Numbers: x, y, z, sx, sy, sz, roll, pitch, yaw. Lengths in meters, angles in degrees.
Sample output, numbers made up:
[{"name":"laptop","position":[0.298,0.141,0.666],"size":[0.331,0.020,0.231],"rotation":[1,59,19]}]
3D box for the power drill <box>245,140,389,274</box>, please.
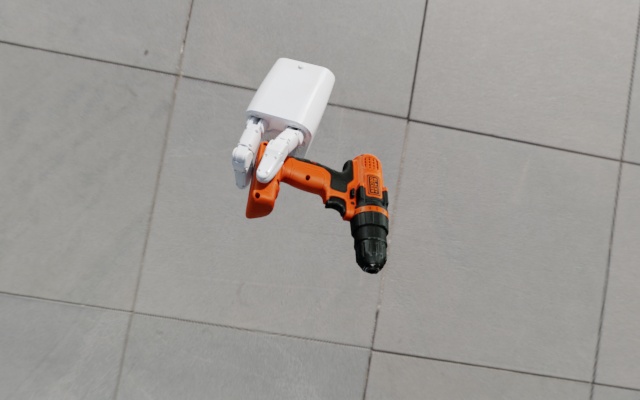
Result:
[{"name":"power drill","position":[0.000,0.002,0.628],"size":[0.187,0.184,0.057],"rotation":[12,-41,-14]}]
